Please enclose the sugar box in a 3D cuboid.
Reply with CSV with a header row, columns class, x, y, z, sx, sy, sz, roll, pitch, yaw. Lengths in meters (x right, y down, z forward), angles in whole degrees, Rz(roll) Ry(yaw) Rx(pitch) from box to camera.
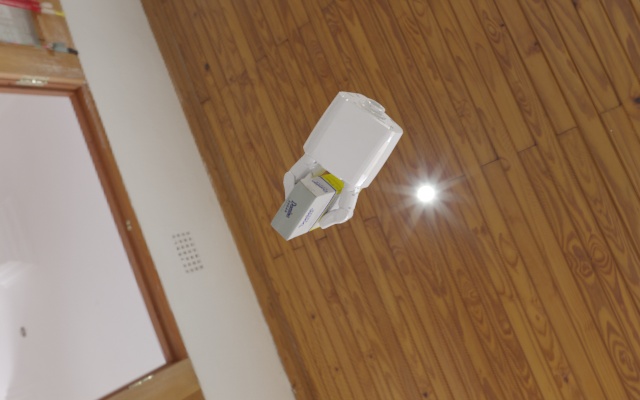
class,x,y,z,sx,sy,sz,roll,pitch,yaw
sugar box,0.000,0.002,0.788,0.048,0.093,0.176,44,26,19
